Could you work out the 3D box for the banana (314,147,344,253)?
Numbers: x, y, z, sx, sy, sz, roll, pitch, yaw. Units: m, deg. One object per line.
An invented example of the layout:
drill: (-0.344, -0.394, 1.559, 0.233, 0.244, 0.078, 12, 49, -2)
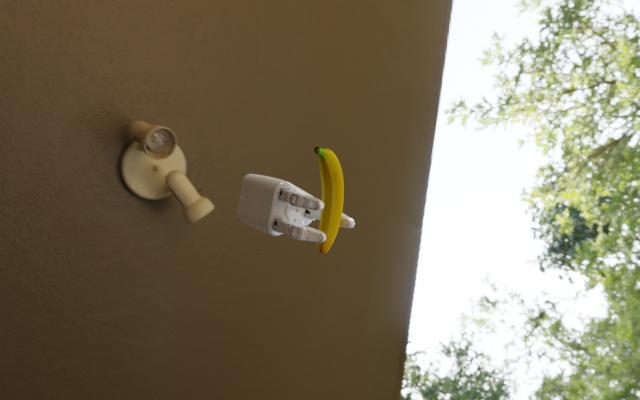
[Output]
banana: (0.012, -0.007, 0.815, 0.037, 0.198, 0.069, 17, 32, 38)
